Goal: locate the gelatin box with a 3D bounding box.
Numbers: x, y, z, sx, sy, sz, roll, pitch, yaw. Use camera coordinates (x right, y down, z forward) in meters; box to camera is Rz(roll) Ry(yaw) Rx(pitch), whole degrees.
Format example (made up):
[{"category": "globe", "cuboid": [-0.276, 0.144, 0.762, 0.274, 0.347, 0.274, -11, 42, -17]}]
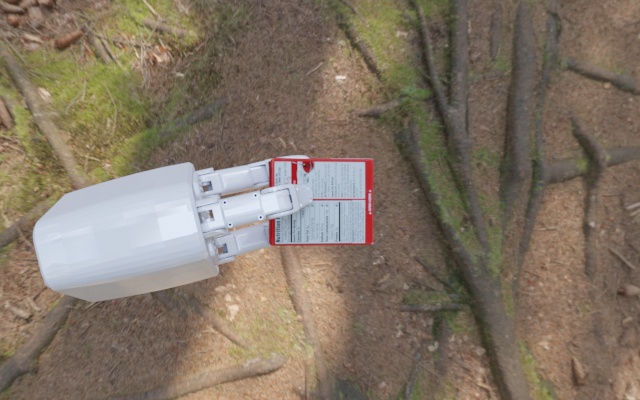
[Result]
[{"category": "gelatin box", "cuboid": [0.000, 0.001, 0.408, 0.089, 0.073, 0.030, 0, 0, -7]}]
